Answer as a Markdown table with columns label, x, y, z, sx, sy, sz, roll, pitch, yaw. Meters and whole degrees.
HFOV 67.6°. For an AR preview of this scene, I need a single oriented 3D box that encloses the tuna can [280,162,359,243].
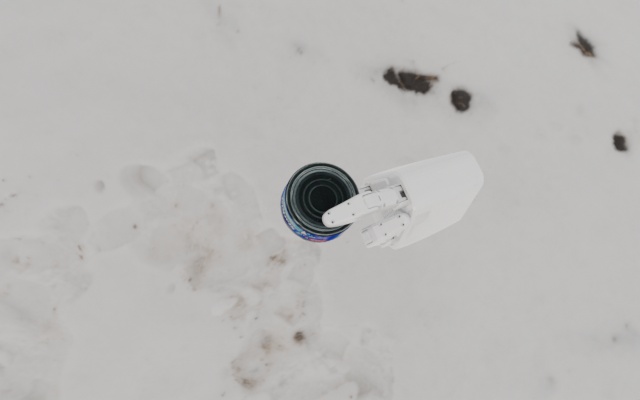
| label | x | y | z | sx | sy | sz | roll | pitch | yaw |
| --- | --- | --- | --- | --- | --- | --- | --- | --- | --- |
| tuna can | 0.000 | 0.002 | 0.529 | 0.086 | 0.086 | 0.034 | 0 | -16 | -13 |
